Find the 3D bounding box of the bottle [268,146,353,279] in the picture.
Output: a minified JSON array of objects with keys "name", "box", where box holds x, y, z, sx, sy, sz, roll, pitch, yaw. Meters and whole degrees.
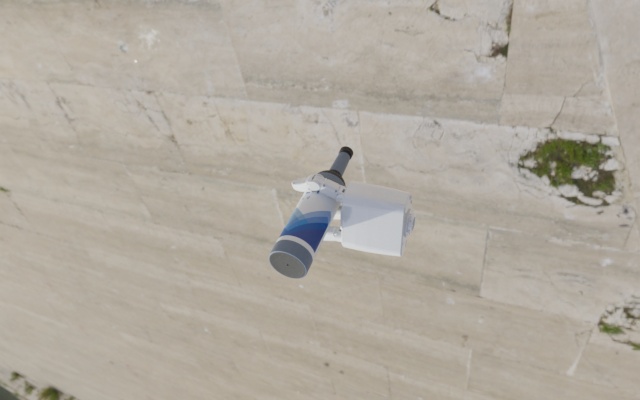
[{"name":"bottle","box":[0.000,0.003,0.842,0.069,0.069,0.295,0,42,29]}]
